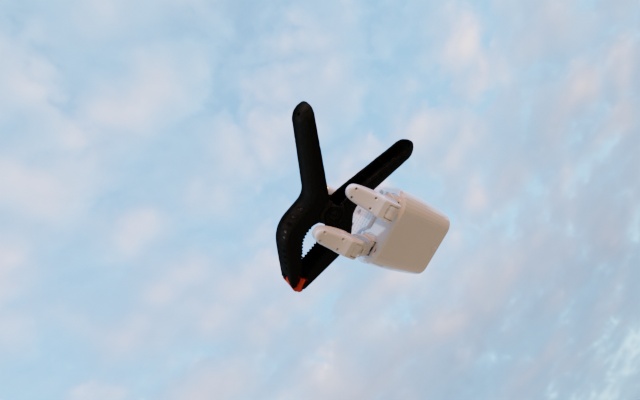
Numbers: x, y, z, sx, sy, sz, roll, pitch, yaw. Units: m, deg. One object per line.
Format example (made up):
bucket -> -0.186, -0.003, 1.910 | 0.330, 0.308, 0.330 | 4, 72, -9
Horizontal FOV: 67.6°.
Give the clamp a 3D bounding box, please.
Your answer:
clamp -> 0.000, 0.002, 0.519 | 0.164, 0.210, 0.036 | 21, 13, -39
